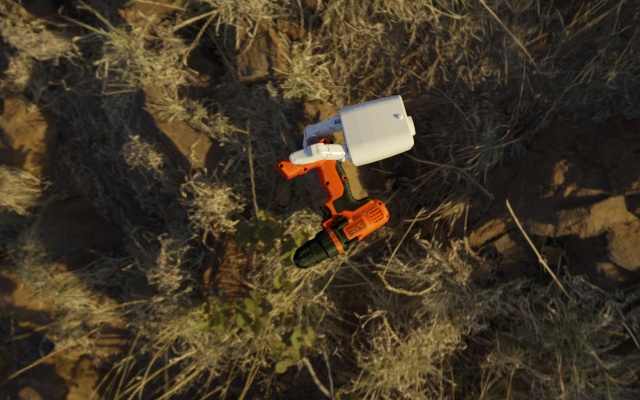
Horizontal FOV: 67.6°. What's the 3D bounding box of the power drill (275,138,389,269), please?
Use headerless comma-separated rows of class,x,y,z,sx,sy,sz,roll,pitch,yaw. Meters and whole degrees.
power drill,0.000,0.002,0.819,0.184,0.187,0.057,-31,5,-9
